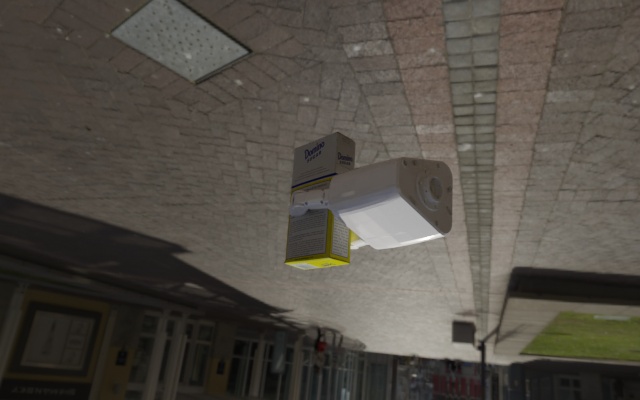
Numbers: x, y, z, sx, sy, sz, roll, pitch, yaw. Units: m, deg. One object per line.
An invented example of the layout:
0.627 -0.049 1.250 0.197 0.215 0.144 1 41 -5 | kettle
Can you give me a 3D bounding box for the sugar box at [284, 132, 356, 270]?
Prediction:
0.001 0.002 0.661 0.048 0.176 0.093 23 -26 -39 | sugar box
